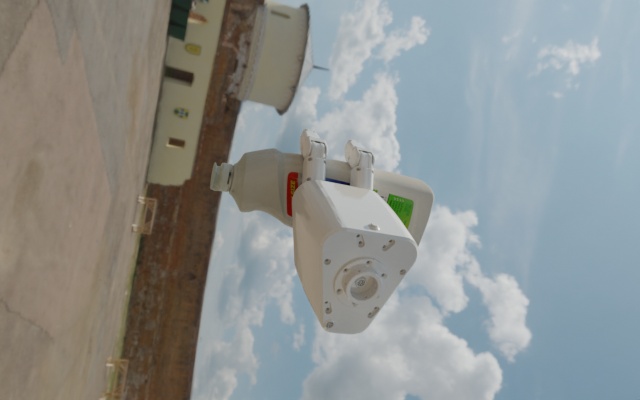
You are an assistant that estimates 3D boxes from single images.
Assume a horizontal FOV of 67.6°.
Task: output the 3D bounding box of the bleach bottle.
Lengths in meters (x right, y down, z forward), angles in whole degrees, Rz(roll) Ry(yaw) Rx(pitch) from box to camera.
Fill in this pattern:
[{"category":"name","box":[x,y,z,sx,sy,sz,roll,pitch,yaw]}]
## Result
[{"category":"bleach bottle","box":[0.000,0.002,0.550,0.251,0.102,0.068,10,20,-18]}]
